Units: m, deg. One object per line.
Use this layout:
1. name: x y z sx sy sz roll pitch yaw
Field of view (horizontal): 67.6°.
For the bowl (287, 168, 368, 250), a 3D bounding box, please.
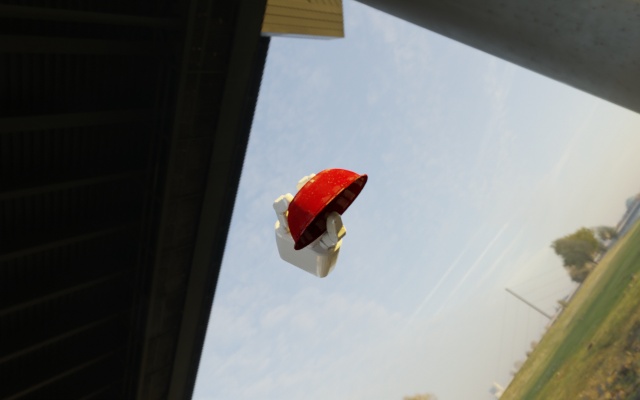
1. bowl: 0.000 0.001 0.746 0.055 0.162 0.162 44 11 12
